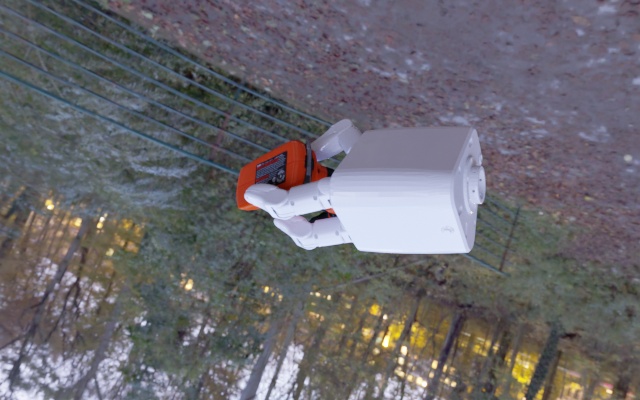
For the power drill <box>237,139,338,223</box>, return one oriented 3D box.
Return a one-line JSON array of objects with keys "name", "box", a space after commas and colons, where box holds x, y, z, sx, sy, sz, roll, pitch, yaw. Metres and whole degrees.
[{"name": "power drill", "box": [0.000, 0.002, 0.555, 0.188, 0.057, 0.184, 19, -30, -40]}]
